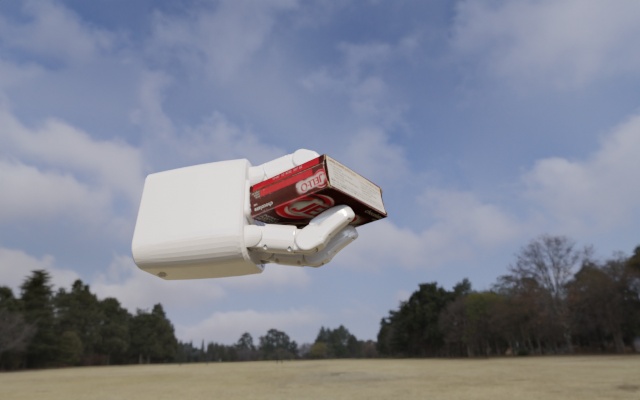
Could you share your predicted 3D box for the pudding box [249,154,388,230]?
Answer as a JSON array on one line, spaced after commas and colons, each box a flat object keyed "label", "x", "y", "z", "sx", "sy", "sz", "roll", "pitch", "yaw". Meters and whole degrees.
[{"label": "pudding box", "x": 0.000, "y": 0.001, "z": 0.469, "sx": 0.090, "sy": 0.039, "sz": 0.113, "roll": -20, "pitch": -24, "yaw": 29}]
